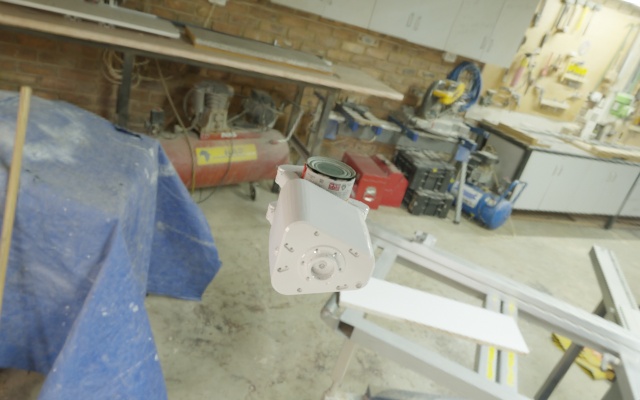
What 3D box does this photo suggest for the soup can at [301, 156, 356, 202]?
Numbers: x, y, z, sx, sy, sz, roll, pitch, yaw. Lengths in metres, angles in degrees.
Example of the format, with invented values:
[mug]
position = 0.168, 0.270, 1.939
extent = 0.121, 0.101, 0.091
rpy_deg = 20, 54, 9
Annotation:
[soup can]
position = 0.000, 0.002, 0.622
extent = 0.068, 0.102, 0.068
rpy_deg = 14, 23, -6
